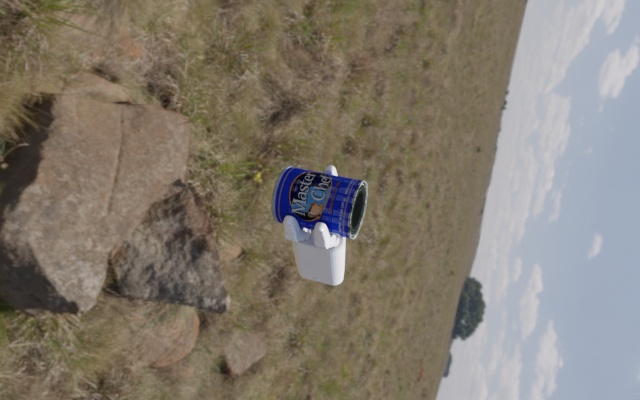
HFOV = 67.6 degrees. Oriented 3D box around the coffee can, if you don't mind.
[{"bbox_3d":[0.000,0.002,0.825,0.140,0.103,0.103,12,3,17],"label":"coffee can"}]
